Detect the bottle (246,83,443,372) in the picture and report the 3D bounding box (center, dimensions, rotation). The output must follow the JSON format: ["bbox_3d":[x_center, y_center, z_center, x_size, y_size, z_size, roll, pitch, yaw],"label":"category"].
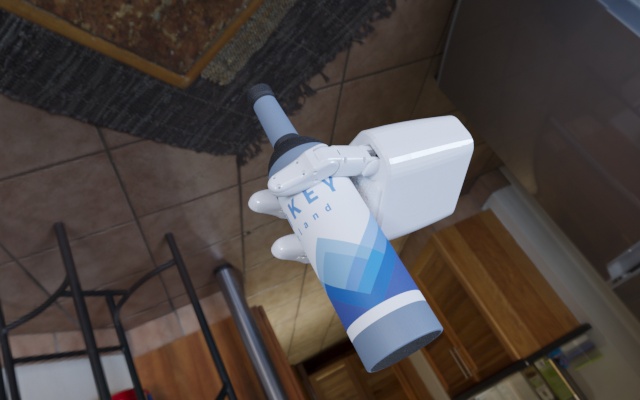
[{"bbox_3d":[0.000,0.002,0.430,0.069,0.295,0.069,-23,-28,-13],"label":"bottle"}]
